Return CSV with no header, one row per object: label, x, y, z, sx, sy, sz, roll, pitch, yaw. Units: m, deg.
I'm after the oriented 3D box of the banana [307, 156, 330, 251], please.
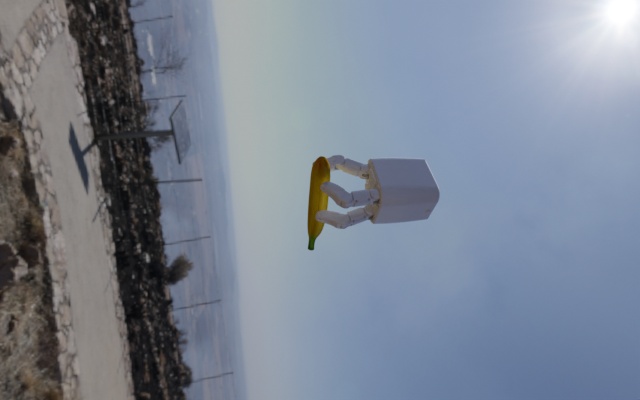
banana,-0.002,-0.005,0.867,0.037,0.198,0.069,1,34,-6
